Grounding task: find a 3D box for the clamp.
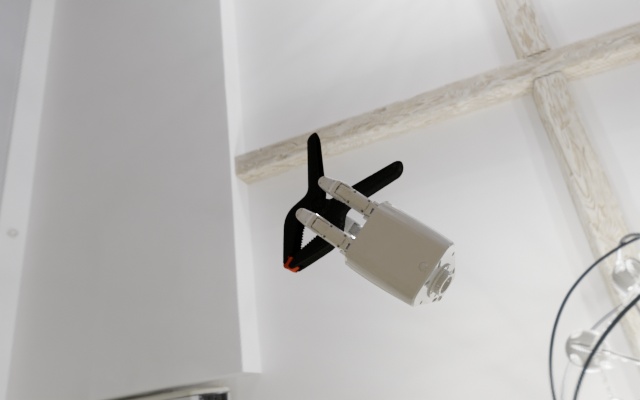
[{"bbox_3d":[0.000,0.003,0.687,0.164,0.210,0.036,32,-5,35],"label":"clamp"}]
